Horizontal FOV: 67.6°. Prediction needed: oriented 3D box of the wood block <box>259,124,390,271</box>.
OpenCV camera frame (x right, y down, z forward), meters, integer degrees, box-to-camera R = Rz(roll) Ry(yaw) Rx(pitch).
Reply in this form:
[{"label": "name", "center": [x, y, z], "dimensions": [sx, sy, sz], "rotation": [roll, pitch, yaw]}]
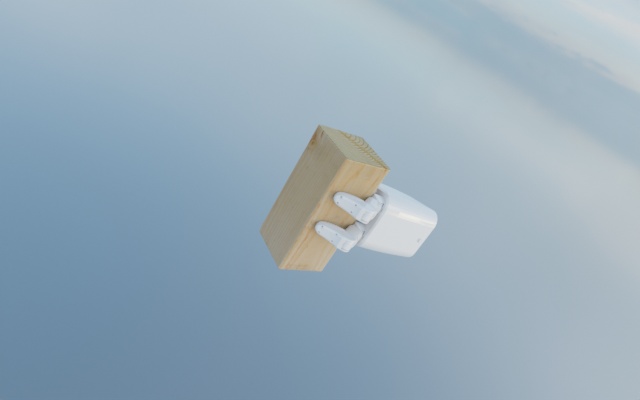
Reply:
[{"label": "wood block", "center": [0.000, 0.002, 0.727], "dimensions": [0.090, 0.206, 0.090], "rotation": [10, 33, -38]}]
